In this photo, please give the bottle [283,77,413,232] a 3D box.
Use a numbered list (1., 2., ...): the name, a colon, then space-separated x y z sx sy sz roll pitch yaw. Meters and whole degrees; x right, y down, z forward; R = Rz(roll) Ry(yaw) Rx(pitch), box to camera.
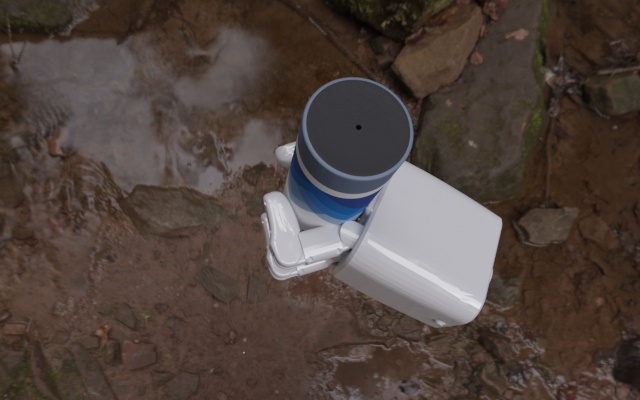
1. bottle: 0.000 0.001 0.415 0.069 0.069 0.296 0 -17 -9
